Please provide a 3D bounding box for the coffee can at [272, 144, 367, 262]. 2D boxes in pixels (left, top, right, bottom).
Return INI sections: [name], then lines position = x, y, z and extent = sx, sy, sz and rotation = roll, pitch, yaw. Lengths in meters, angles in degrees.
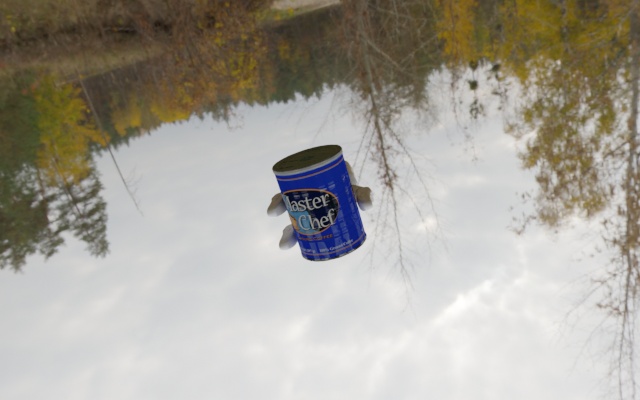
[coffee can]
position = 0.000, 0.002, 0.691
extent = 0.103, 0.140, 0.102
rotation = -16, 19, 5
